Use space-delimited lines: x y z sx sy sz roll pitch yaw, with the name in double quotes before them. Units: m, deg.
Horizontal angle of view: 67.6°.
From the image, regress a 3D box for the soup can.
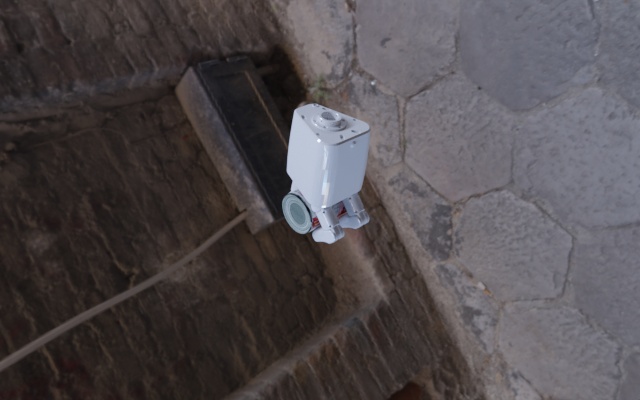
"soup can" 0.000 0.003 0.746 0.102 0.068 0.068 -27 16 -36
